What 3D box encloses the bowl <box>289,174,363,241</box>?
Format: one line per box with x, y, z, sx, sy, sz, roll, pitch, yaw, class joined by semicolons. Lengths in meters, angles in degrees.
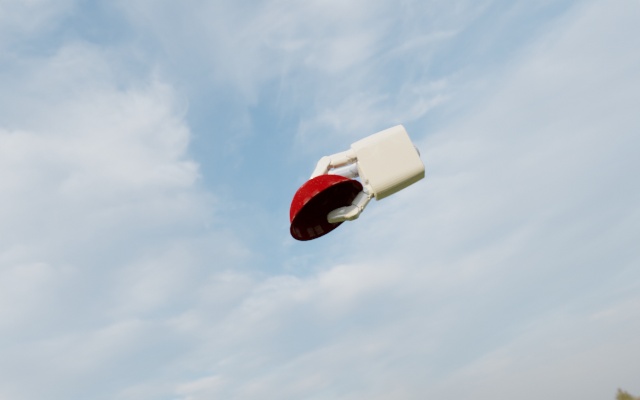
-0.001;0.003;0.889;0.162;0.055;0.162;-28;-29;-17;bowl
